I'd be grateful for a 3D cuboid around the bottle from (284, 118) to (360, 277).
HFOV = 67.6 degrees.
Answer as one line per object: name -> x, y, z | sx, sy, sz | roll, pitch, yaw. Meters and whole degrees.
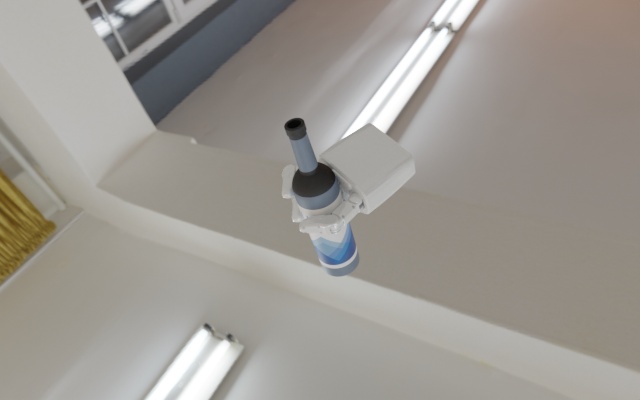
bottle -> 0.000, 0.003, 0.718 | 0.069, 0.069, 0.296 | 0, -44, 19
